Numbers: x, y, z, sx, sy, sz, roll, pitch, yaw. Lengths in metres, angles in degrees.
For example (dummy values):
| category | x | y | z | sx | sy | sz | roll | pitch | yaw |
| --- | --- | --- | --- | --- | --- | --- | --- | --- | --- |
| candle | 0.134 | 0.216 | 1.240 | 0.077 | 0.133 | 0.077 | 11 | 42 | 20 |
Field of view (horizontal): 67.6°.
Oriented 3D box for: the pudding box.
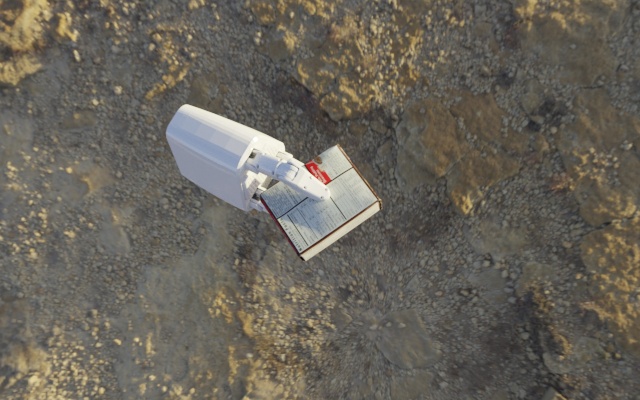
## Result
| category | x | y | z | sx | sy | sz | roll | pitch | yaw |
| --- | --- | --- | --- | --- | --- | --- | --- | --- | --- |
| pudding box | 0.000 | 0.002 | 0.549 | 0.113 | 0.090 | 0.039 | -34 | -18 | -2 |
